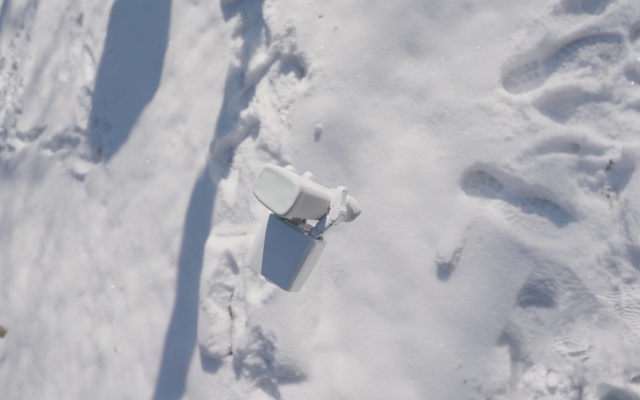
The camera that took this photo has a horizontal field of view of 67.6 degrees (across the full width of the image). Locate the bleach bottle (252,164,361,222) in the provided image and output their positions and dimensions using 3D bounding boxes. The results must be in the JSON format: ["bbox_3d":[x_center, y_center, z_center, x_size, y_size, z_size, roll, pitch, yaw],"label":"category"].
[{"bbox_3d":[0.000,0.003,0.848,0.102,0.068,0.251,34,11,37],"label":"bleach bottle"}]
